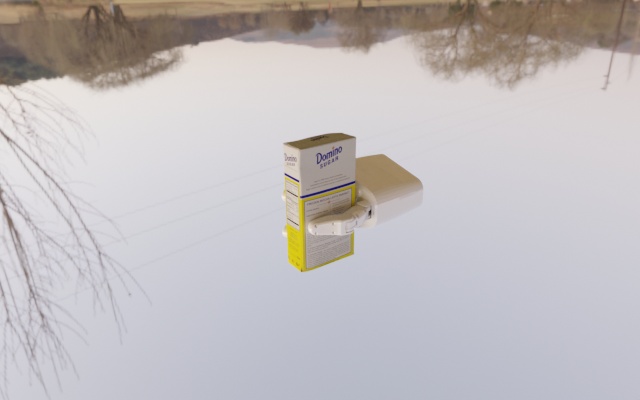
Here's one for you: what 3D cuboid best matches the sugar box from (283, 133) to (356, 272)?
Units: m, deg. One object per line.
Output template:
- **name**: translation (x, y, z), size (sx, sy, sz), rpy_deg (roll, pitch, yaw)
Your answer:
- **sugar box**: translation (0.000, 0.002, 0.644), size (0.093, 0.176, 0.048), rpy_deg (-16, 26, -33)
